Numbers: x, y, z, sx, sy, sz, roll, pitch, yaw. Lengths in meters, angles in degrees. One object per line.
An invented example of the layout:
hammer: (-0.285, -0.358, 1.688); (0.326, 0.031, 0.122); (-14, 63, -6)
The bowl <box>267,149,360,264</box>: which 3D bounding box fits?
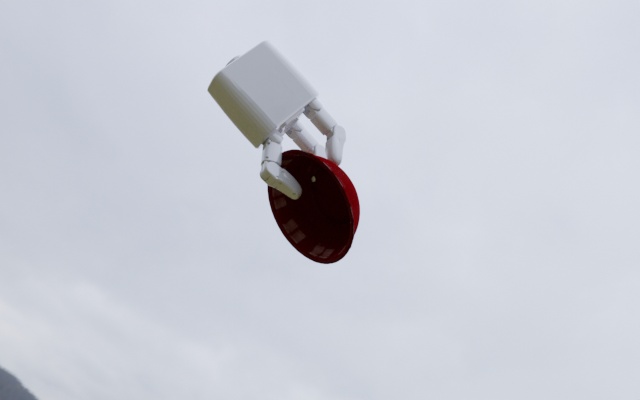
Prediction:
bowl: (0.001, 0.003, 0.647); (0.055, 0.162, 0.162); (-26, 17, -39)
